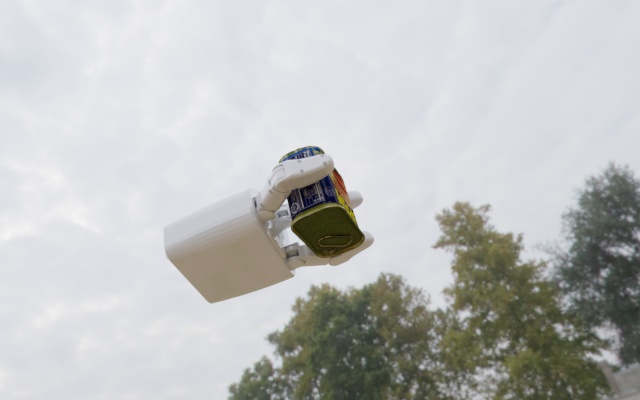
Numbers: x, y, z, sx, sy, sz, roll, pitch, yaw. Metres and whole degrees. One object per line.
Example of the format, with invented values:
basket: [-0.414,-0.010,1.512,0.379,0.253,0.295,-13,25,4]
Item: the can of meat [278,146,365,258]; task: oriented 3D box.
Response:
can of meat: [0.000,0.001,0.510,0.057,0.084,0.102,-24,-34,11]
